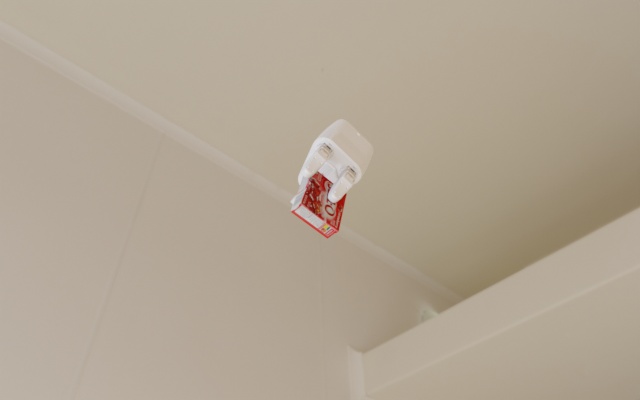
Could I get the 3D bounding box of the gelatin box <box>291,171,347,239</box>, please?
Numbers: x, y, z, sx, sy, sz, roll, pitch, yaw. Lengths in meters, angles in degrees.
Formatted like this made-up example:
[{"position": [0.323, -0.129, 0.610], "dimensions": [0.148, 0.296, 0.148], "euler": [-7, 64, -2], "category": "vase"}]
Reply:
[{"position": [0.000, 0.003, 0.725], "dimensions": [0.073, 0.089, 0.030], "euler": [38, -51, -18], "category": "gelatin box"}]
